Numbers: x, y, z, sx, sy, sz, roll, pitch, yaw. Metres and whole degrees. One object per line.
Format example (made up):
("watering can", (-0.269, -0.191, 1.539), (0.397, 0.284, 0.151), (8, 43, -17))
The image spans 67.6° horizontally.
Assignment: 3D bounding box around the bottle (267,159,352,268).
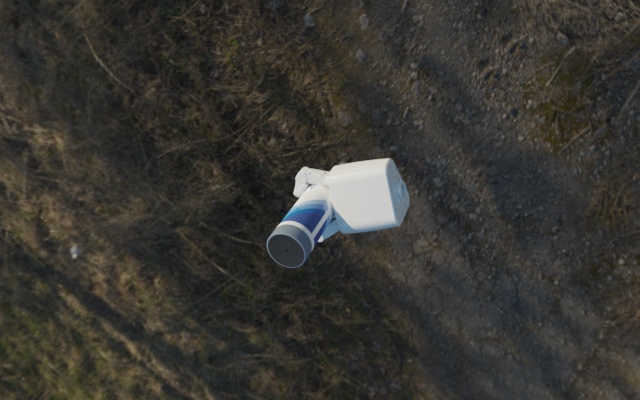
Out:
("bottle", (0.000, 0.003, 0.844), (0.069, 0.069, 0.295), (0, 30, 25))
